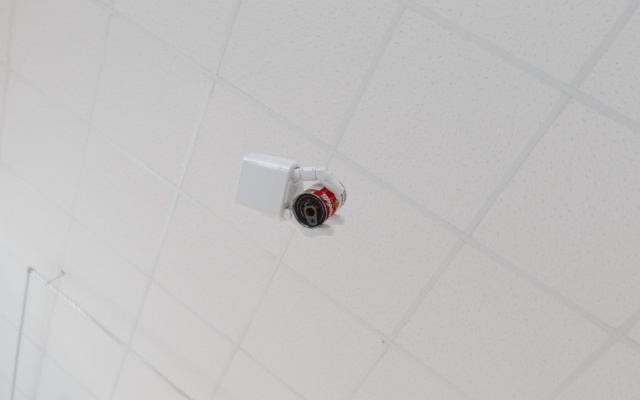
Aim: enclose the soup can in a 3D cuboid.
[{"bbox_3d":[0.001,0.003,0.887,0.068,0.068,0.102,0,18,26],"label":"soup can"}]
